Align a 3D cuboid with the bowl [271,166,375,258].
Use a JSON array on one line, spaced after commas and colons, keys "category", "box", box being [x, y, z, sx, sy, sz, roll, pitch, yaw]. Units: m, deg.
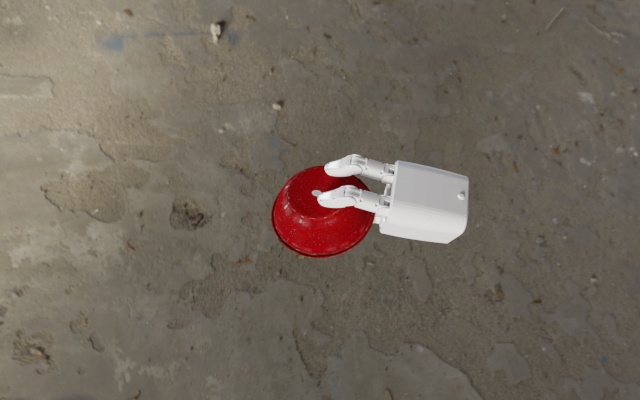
[{"category": "bowl", "box": [-0.001, 0.002, 0.714, 0.162, 0.162, 0.055, 0, -33, 9]}]
